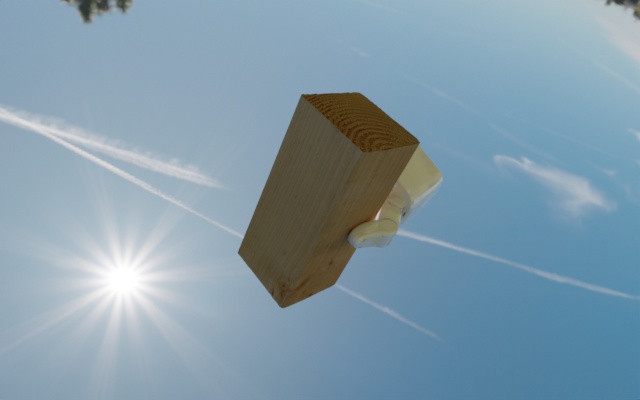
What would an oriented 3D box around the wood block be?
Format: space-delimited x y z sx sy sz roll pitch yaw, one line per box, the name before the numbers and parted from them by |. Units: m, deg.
wood block | 0.000 0.002 0.495 0.090 0.206 0.090 -15 51 -45
